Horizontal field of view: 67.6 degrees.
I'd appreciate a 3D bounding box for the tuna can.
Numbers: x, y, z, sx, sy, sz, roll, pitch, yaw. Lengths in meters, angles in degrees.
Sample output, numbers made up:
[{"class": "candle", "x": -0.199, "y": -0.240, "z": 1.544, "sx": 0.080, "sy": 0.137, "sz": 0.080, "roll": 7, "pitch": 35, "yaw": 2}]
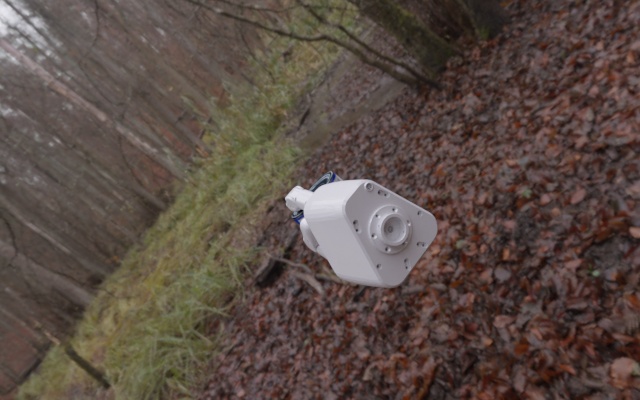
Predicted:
[{"class": "tuna can", "x": 0.000, "y": 0.002, "z": 0.649, "sx": 0.034, "sy": 0.086, "sz": 0.086, "roll": 41, "pitch": -10, "yaw": -12}]
